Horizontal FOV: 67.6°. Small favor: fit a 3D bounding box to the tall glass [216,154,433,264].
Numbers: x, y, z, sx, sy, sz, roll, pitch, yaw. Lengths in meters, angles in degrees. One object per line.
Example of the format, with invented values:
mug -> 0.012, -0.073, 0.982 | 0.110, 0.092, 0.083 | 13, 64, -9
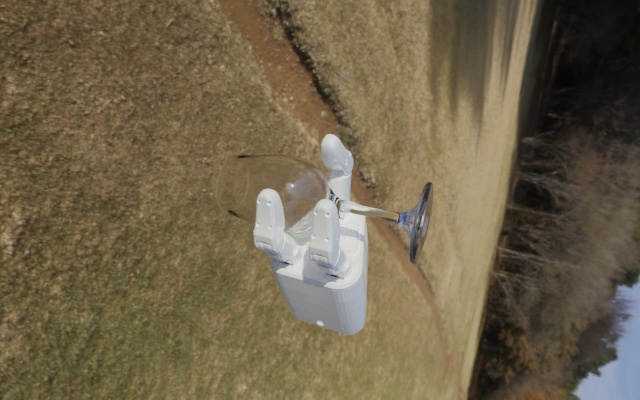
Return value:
tall glass -> 0.001, 0.001, 0.459 | 0.201, 0.079, 0.079 | 12, 4, 21
